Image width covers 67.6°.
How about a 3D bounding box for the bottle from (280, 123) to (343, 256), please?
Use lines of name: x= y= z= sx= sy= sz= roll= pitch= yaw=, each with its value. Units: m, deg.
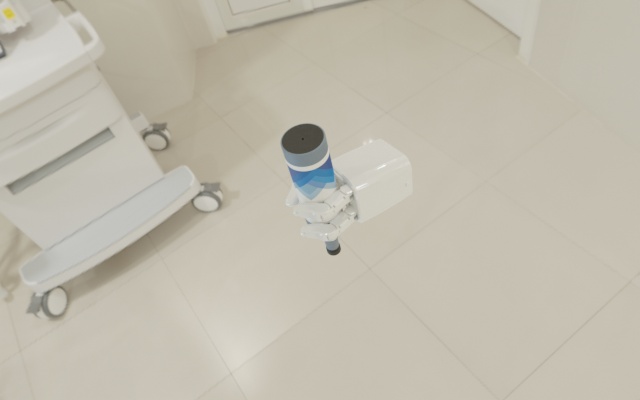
bottle: x=0.000 y=0.002 z=0.797 sx=0.069 sy=0.069 sz=0.296 roll=0 pitch=-38 yaw=13
